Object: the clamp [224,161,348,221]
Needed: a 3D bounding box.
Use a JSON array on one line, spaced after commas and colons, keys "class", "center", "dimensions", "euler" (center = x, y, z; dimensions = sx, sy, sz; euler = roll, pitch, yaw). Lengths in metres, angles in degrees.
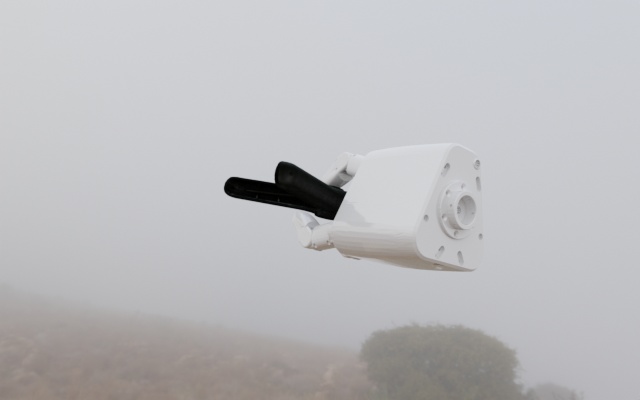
[{"class": "clamp", "center": [0.001, 0.001, 0.547], "dimensions": [0.210, 0.036, 0.164], "euler": [18, -10, -34]}]
